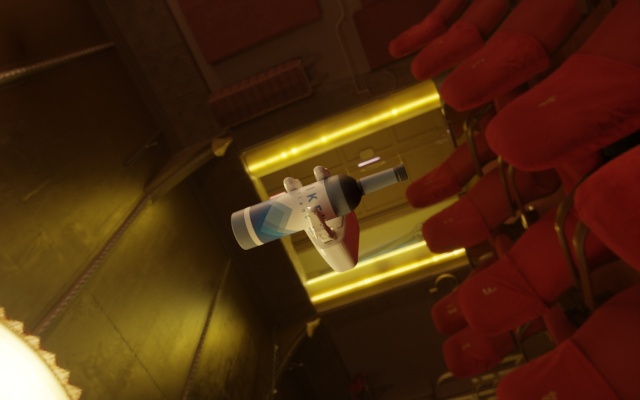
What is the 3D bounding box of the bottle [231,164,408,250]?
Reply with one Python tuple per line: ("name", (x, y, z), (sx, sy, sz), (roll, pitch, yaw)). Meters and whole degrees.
("bottle", (0.000, 0.003, 0.790), (0.296, 0.069, 0.069), (-20, -3, 8))
